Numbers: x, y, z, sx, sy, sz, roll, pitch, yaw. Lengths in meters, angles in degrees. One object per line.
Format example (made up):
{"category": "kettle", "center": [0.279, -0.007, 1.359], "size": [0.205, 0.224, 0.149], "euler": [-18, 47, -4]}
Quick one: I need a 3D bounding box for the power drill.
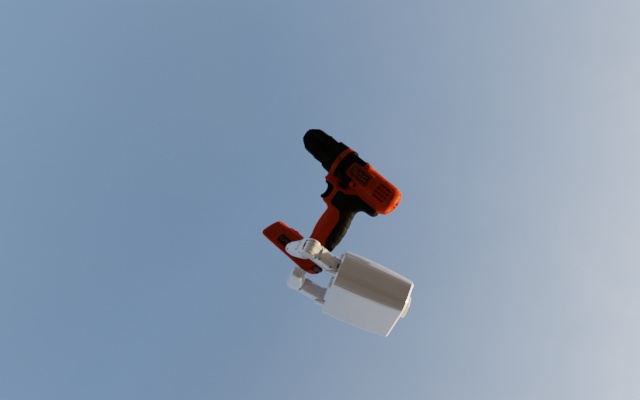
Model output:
{"category": "power drill", "center": [0.000, 0.003, 0.726], "size": [0.184, 0.187, 0.057], "euler": [40, 0, 19]}
